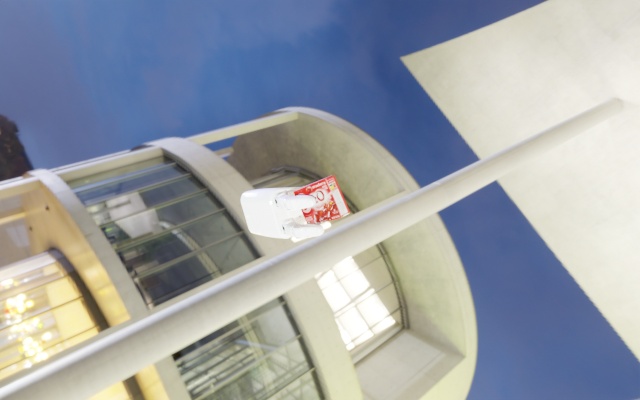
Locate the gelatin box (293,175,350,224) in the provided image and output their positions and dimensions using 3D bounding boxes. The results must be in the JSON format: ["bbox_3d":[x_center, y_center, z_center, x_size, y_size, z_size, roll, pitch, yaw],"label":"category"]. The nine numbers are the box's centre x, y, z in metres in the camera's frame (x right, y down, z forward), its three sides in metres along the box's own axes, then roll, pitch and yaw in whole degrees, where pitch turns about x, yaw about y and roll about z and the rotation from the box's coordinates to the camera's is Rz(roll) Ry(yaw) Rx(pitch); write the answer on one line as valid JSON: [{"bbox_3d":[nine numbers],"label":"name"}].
[{"bbox_3d":[0.001,0.003,0.846,0.089,0.073,0.030,-19,5,44],"label":"gelatin box"}]
